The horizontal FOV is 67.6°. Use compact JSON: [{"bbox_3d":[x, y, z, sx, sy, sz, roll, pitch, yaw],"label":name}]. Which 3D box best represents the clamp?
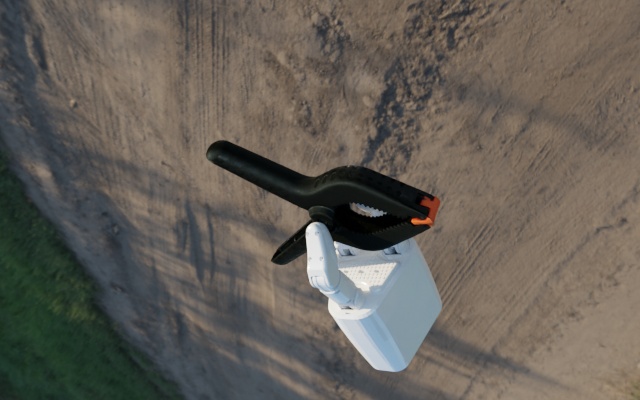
[{"bbox_3d":[0.000,0.002,0.438,0.210,0.165,0.036,-5,42,35],"label":"clamp"}]
